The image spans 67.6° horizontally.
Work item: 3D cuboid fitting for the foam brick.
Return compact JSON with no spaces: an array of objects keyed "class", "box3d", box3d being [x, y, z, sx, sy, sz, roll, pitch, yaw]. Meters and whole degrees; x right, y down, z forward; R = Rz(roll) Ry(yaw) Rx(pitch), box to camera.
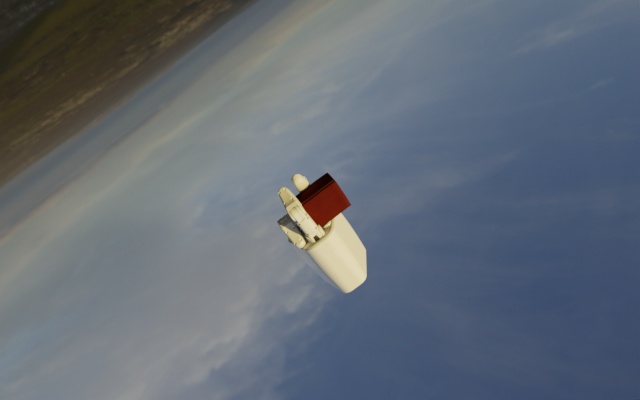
[{"class":"foam brick","box3d":[0.000,0.002,0.756,0.078,0.051,0.053,-37,20,3]}]
